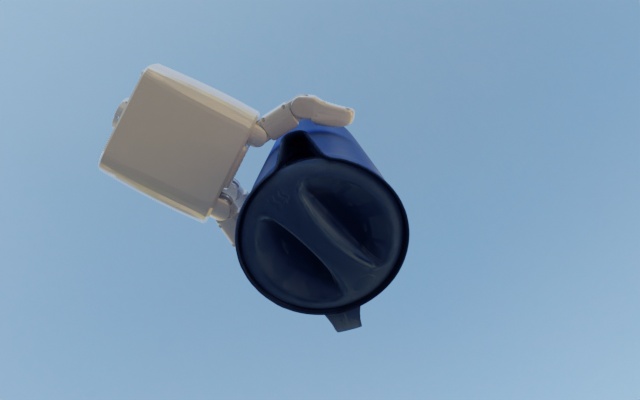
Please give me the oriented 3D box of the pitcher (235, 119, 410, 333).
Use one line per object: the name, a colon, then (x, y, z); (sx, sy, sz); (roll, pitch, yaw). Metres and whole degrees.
pitcher: (0.000, 0.001, 0.473); (0.145, 0.149, 0.242); (27, 17, -11)
